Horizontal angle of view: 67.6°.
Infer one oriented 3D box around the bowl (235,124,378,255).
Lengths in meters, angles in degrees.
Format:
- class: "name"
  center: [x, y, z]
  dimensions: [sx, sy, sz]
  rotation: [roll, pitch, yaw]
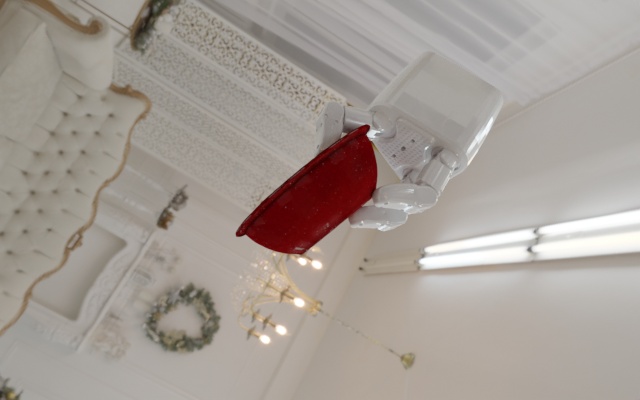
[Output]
- class: "bowl"
  center: [-0.001, 0.003, 0.448]
  dimensions: [0.162, 0.055, 0.162]
  rotation: [-39, -3, -2]
